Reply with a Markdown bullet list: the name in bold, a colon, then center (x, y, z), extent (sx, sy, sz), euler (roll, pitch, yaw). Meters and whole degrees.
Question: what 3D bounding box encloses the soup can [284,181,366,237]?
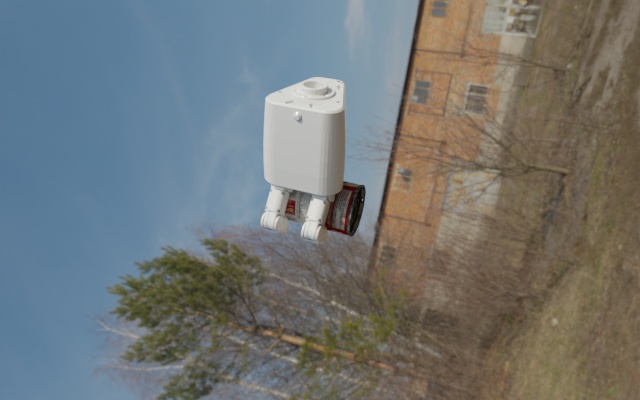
- **soup can**: center (0.000, 0.002, 0.620), extent (0.102, 0.068, 0.068), euler (13, 4, 16)
